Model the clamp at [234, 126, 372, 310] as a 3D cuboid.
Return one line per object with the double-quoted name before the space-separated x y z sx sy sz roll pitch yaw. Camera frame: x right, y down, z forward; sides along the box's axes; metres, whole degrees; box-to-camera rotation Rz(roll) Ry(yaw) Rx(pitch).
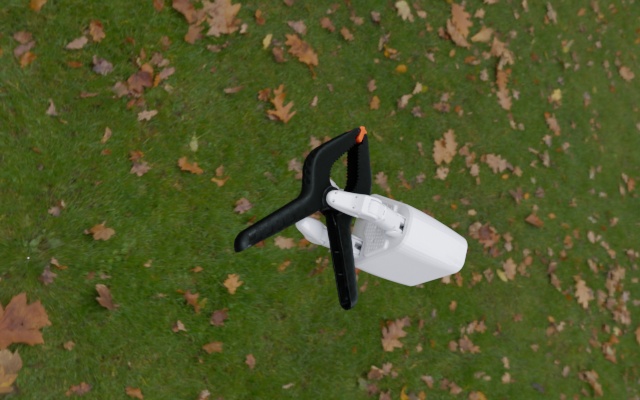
"clamp" 0.001 0.001 0.544 0.164 0.210 0.036 26 -18 -30
